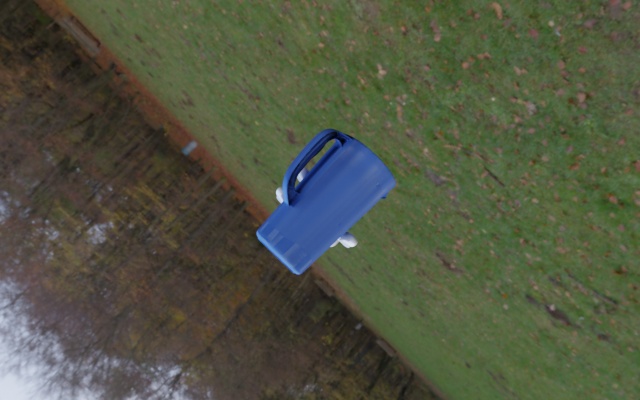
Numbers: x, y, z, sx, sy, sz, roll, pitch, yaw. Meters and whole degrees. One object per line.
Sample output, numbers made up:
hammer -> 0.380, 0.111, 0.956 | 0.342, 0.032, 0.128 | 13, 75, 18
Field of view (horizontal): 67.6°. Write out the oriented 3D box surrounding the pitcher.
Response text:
pitcher -> 0.000, 0.003, 0.838 | 0.149, 0.243, 0.145 | 43, -8, 10
